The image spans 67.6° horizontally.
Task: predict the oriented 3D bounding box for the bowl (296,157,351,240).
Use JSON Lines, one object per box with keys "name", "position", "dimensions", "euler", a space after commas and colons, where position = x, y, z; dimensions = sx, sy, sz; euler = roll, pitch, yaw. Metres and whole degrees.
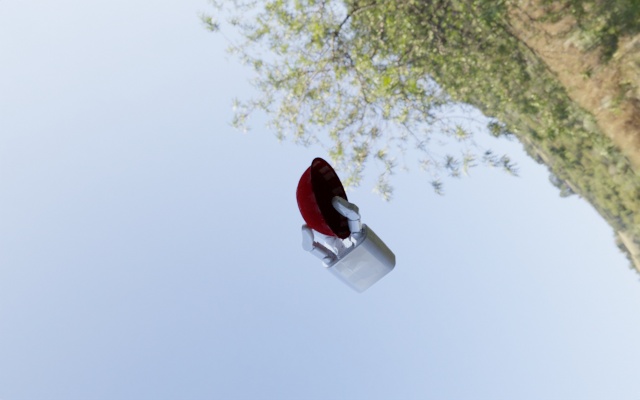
{"name": "bowl", "position": [-0.001, 0.002, 0.894], "dimensions": [0.055, 0.162, 0.162], "euler": [-20, -8, 22]}
